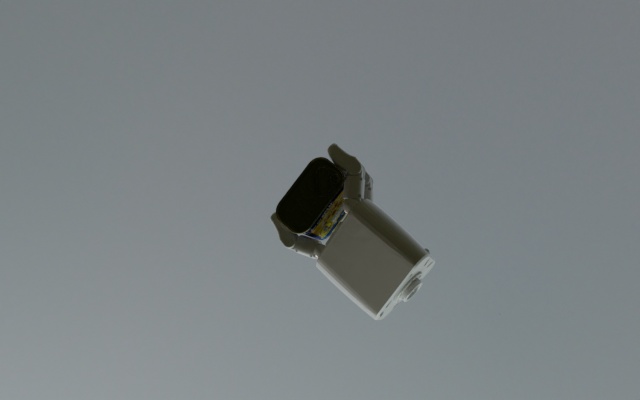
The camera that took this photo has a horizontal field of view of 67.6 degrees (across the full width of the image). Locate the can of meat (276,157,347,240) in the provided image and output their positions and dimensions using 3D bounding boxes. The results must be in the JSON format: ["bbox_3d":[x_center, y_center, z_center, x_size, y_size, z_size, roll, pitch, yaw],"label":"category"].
[{"bbox_3d":[0.000,0.002,0.646,0.057,0.102,0.084,38,2,25],"label":"can of meat"}]
